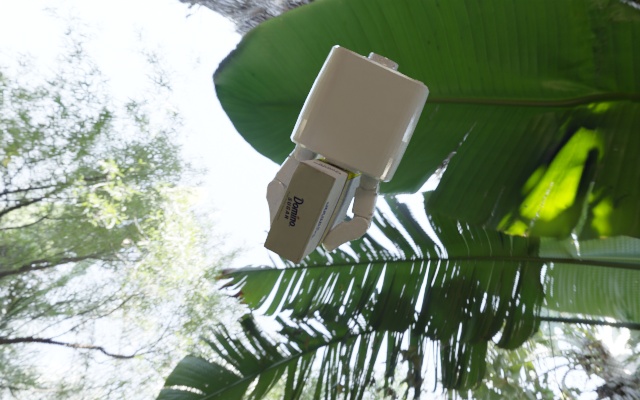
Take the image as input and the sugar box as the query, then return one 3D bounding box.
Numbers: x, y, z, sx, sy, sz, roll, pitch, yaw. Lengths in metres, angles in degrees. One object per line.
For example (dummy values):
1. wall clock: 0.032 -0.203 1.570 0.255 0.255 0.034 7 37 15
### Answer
1. sugar box: 0.000 0.001 0.522 0.048 0.093 0.176 26 12 12
